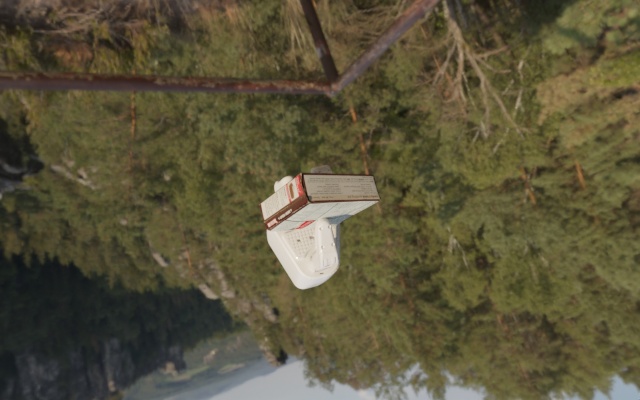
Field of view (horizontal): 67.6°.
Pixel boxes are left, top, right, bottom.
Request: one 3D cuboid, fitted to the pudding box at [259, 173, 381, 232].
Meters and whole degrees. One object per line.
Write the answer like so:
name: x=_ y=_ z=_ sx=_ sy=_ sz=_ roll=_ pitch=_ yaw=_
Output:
pudding box: x=0.000 y=0.002 z=0.559 sx=0.113 sy=0.039 sz=0.090 roll=-4 pitch=-21 yaw=-41
